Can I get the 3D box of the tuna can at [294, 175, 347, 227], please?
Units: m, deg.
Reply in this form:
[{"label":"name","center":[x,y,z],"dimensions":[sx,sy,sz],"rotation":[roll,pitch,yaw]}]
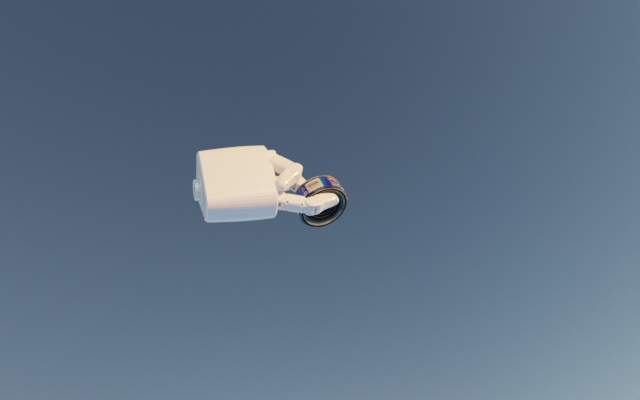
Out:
[{"label":"tuna can","center":[0.000,0.003,0.783],"dimensions":[0.086,0.086,0.033],"rotation":[0,38,-28]}]
